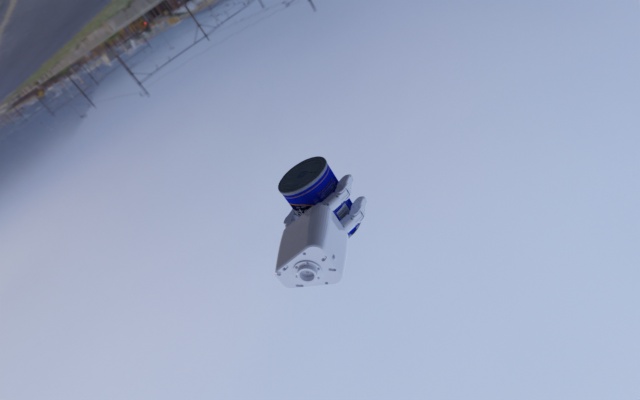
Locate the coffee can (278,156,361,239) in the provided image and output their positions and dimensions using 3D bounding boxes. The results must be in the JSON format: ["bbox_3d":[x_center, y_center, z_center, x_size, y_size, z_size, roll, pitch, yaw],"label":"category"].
[{"bbox_3d":[0.000,0.003,0.897,0.103,0.140,0.102,-26,29,15],"label":"coffee can"}]
